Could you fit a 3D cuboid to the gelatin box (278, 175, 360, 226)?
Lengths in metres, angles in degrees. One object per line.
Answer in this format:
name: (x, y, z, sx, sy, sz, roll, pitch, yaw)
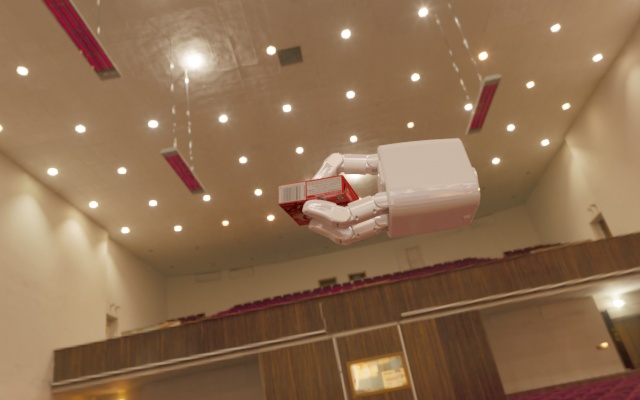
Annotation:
gelatin box: (0.000, 0.002, 0.609, 0.089, 0.030, 0.073, -9, -27, 17)
